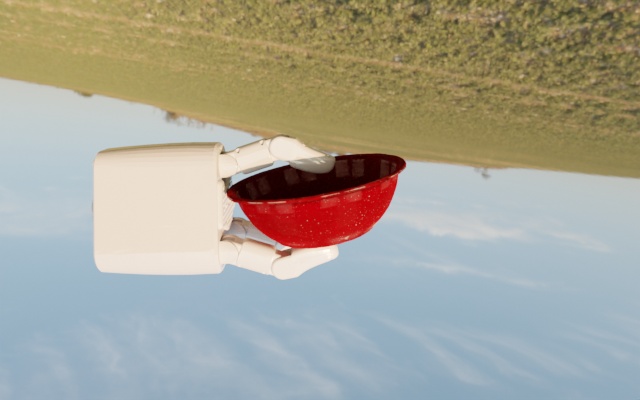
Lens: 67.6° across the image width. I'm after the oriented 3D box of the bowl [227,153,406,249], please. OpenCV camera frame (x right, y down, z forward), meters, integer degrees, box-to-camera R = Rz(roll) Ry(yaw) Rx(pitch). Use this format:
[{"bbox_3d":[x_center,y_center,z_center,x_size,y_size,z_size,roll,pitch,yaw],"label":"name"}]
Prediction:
[{"bbox_3d":[0.001,0.002,0.434,0.162,0.055,0.162,-10,15,3],"label":"bowl"}]
